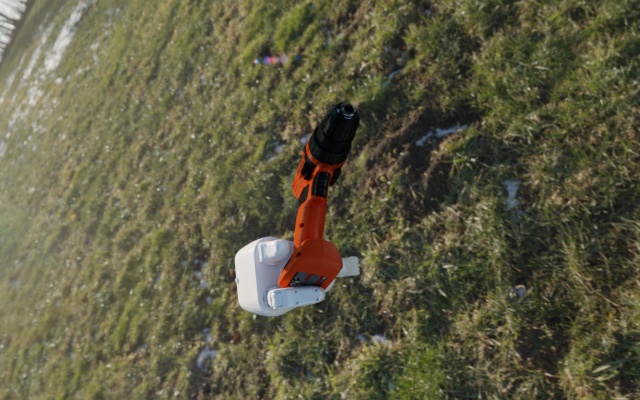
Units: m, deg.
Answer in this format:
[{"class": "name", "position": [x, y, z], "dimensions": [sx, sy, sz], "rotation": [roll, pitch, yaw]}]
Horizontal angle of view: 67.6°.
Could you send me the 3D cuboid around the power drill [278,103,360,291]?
[{"class": "power drill", "position": [0.000, 0.002, 0.562], "dimensions": [0.057, 0.187, 0.184], "rotation": [13, -32, -9]}]
